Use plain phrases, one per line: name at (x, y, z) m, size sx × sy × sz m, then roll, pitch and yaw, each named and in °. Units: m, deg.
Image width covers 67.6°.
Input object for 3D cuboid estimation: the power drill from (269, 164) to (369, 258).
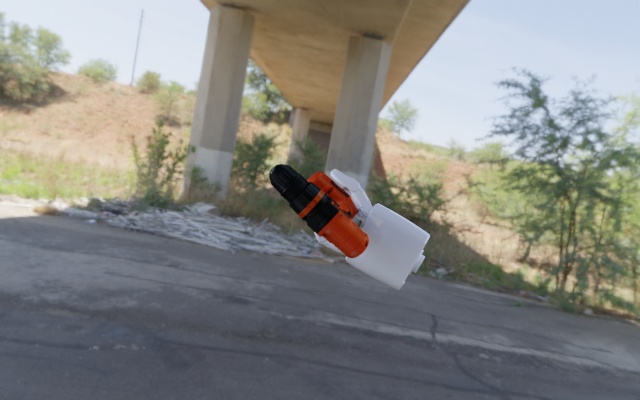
power drill at (0.000, 0.003, 0.778) m, size 0.057 × 0.184 × 0.187 m, roll -44°, pitch 5°, yaw 12°
